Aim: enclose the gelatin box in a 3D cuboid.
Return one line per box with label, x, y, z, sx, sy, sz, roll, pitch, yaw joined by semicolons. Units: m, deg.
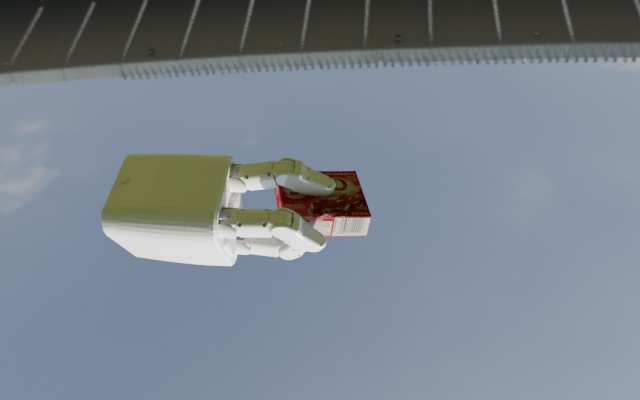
gelatin box;0.000;0.002;0.487;0.089;0.030;0.073;0;41;-12
